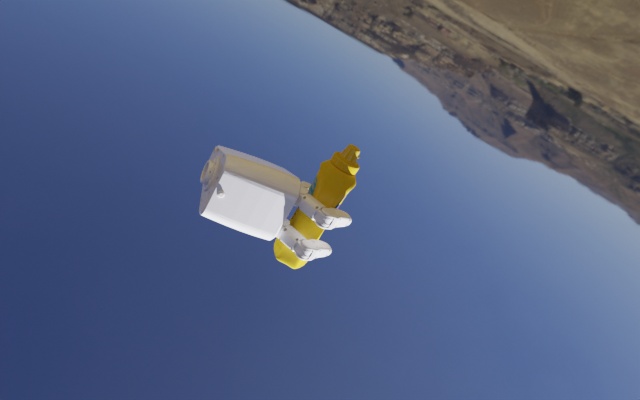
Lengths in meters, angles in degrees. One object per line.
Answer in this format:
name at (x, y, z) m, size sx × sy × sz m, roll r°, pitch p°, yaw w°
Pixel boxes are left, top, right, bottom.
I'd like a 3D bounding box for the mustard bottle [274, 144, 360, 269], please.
mustard bottle at (0.000, 0.003, 0.692) m, size 0.058 × 0.192 × 0.096 m, roll 30°, pitch 21°, yaw -2°
